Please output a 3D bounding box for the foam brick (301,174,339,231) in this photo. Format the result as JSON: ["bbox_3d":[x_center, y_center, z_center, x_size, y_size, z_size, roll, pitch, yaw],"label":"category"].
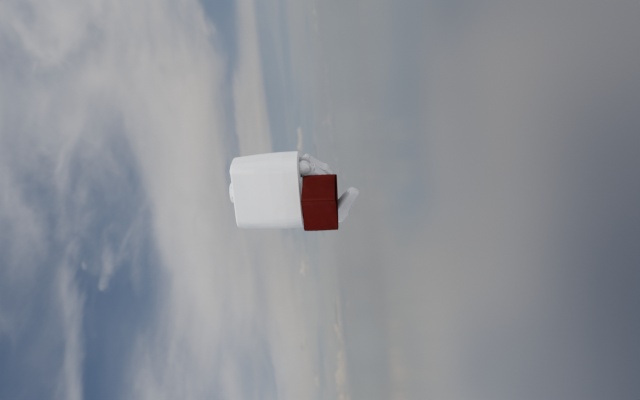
[{"bbox_3d":[0.000,0.002,0.703,0.051,0.053,0.078,-2,31,2],"label":"foam brick"}]
